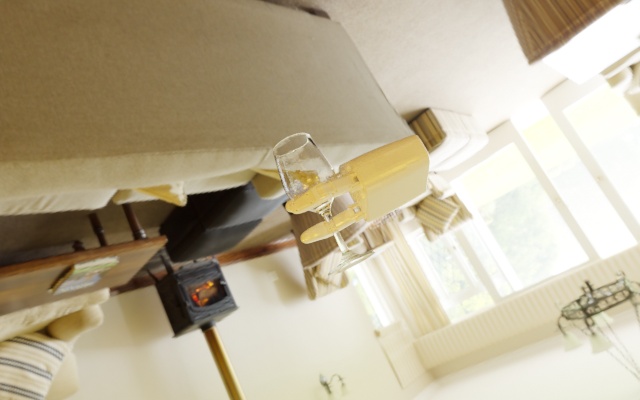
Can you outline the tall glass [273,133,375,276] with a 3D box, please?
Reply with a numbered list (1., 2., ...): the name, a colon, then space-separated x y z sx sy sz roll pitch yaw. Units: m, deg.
1. tall glass: 0.000 0.003 0.686 0.079 0.201 0.079 -26 -14 -7
